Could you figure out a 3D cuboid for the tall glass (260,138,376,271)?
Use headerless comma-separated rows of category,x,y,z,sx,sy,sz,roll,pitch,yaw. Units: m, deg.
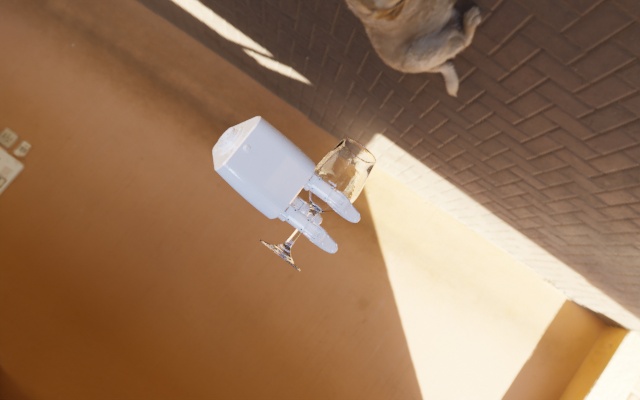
tall glass,0.000,0.003,0.710,0.079,0.201,0.079,37,-8,6
